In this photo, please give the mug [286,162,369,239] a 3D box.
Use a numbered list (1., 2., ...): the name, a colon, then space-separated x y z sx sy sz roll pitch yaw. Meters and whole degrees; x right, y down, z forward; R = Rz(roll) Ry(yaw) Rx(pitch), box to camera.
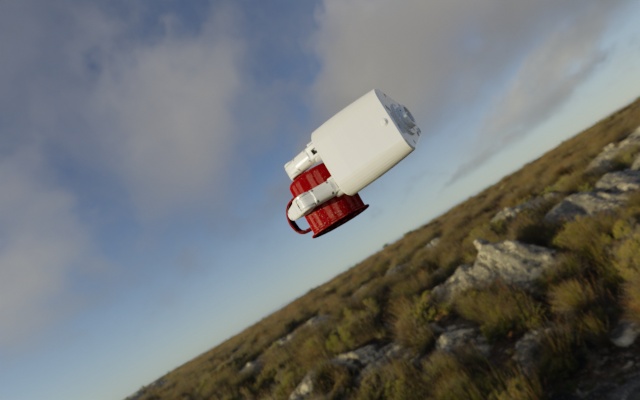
1. mug: -0.001 0.003 0.681 0.117 0.081 0.093 -34 -9 23
